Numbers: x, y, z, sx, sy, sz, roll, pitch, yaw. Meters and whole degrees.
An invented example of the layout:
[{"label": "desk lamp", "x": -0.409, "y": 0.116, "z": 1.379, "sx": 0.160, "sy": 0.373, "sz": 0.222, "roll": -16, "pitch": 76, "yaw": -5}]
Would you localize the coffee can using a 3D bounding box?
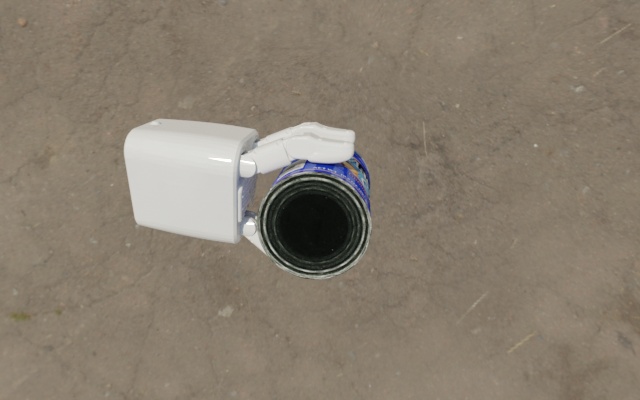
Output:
[{"label": "coffee can", "x": 0.000, "y": 0.002, "z": 0.484, "sx": 0.103, "sy": 0.103, "sz": 0.140, "roll": 0, "pitch": 19, "yaw": 5}]
